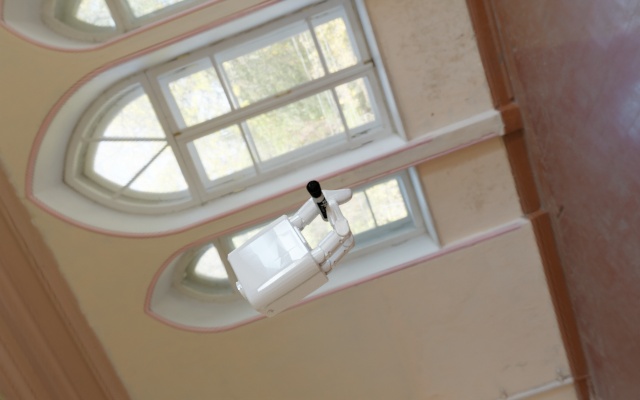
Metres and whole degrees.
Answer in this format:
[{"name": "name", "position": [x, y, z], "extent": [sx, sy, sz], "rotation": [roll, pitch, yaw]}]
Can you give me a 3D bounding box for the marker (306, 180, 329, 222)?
[{"name": "marker", "position": [0.000, 0.002, 0.678], "extent": [0.020, 0.020, 0.121], "rotation": [0, -22, 11]}]
